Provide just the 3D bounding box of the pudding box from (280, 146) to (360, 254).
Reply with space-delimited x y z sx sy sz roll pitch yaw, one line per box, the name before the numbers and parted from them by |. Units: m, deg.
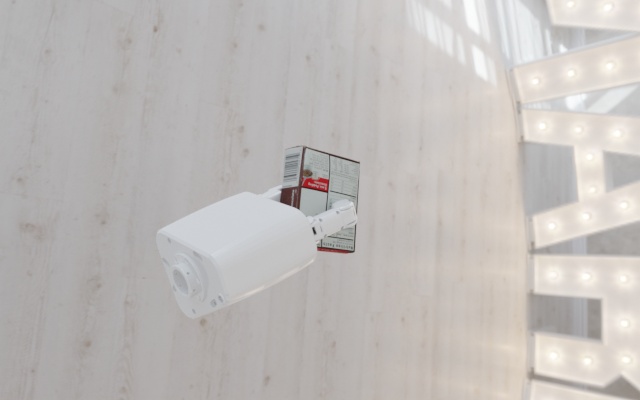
pudding box | 0.000 0.002 0.547 0.090 0.113 0.039 12 -10 -40
